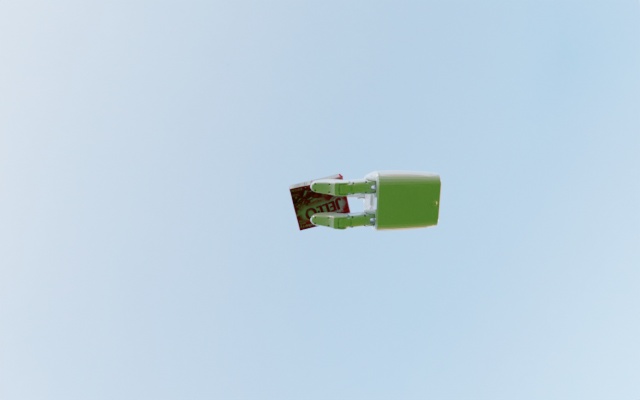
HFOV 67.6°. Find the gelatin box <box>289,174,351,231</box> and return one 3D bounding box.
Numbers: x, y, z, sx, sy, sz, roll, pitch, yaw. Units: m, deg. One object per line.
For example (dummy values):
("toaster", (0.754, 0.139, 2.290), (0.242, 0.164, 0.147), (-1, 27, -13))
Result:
("gelatin box", (0.000, 0.002, 0.777), (0.089, 0.073, 0.030), (-13, 16, 1))
